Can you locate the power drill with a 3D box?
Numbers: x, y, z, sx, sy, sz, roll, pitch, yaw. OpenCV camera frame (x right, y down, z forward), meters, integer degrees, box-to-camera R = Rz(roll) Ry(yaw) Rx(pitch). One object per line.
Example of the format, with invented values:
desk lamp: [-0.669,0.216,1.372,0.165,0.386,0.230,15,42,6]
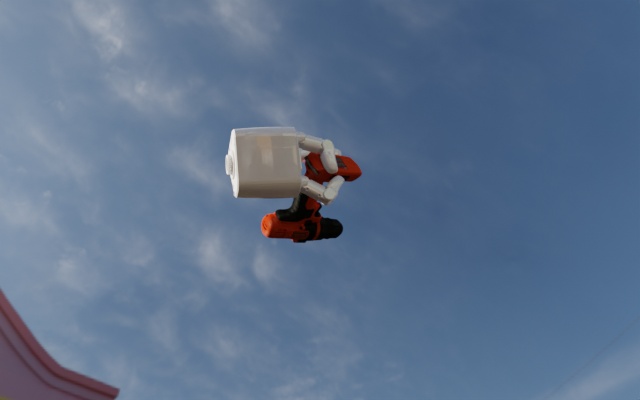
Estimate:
power drill: [0.000,0.003,0.897,0.184,0.188,0.057,3,38,-39]
